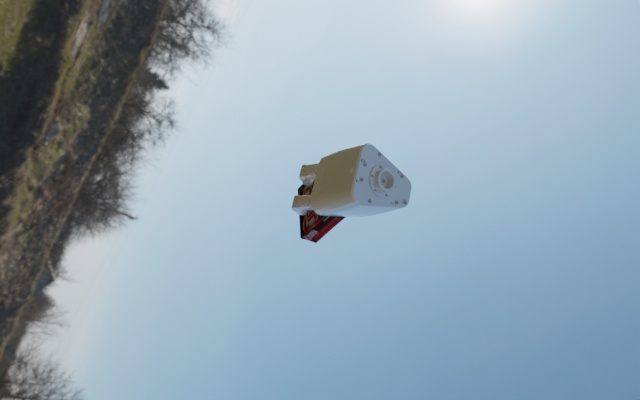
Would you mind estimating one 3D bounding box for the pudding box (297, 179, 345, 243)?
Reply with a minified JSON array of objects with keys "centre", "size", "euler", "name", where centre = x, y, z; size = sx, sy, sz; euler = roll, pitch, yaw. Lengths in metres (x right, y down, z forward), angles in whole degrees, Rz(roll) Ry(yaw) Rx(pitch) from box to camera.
[{"centre":[0.000,0.003,0.819],"size":[0.039,0.113,0.090],"euler":[23,-47,-28],"name":"pudding box"}]
